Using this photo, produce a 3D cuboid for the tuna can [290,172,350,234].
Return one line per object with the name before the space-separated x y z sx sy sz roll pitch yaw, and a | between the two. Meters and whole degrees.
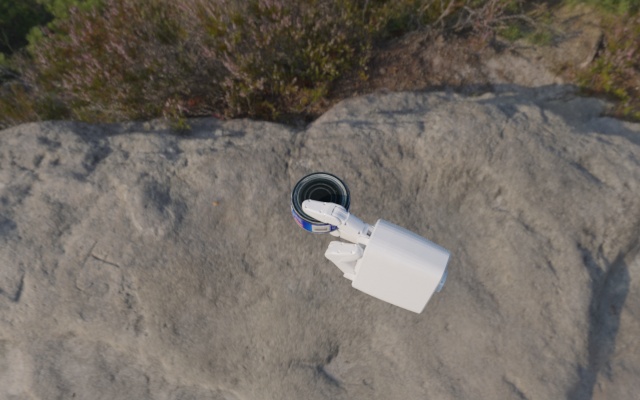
tuna can | 0.000 0.002 0.679 0.086 0.086 0.034 0 -27 1
